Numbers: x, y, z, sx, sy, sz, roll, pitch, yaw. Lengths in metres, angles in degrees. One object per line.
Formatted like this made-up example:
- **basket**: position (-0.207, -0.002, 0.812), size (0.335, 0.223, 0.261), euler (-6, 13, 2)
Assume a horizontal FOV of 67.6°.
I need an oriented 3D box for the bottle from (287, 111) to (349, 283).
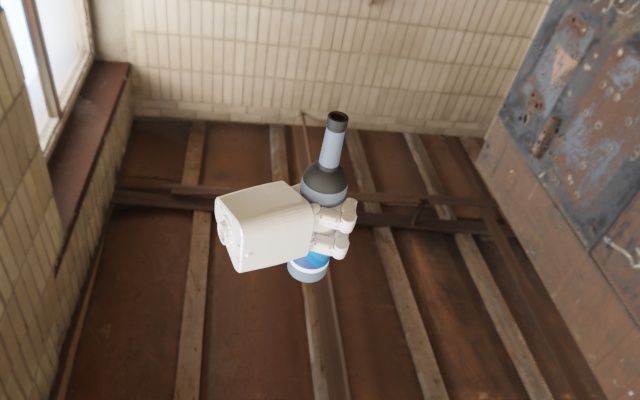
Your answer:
- **bottle**: position (0.000, 0.002, 0.703), size (0.069, 0.296, 0.069), euler (7, 41, -6)
